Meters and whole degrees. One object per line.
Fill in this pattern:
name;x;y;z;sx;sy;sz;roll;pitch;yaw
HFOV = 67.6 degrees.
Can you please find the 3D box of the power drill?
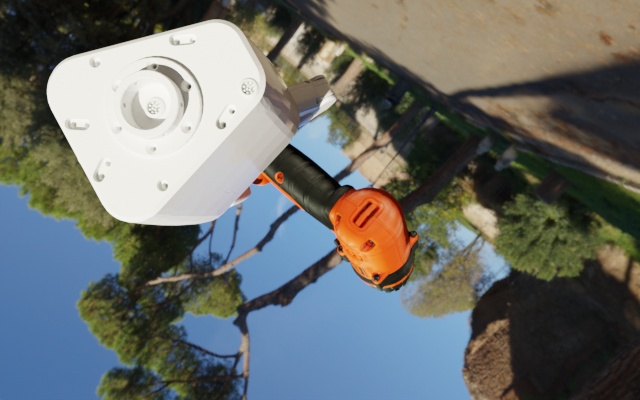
power drill;0.000;0.001;0.406;0.187;0.057;0.184;37;-10;22
